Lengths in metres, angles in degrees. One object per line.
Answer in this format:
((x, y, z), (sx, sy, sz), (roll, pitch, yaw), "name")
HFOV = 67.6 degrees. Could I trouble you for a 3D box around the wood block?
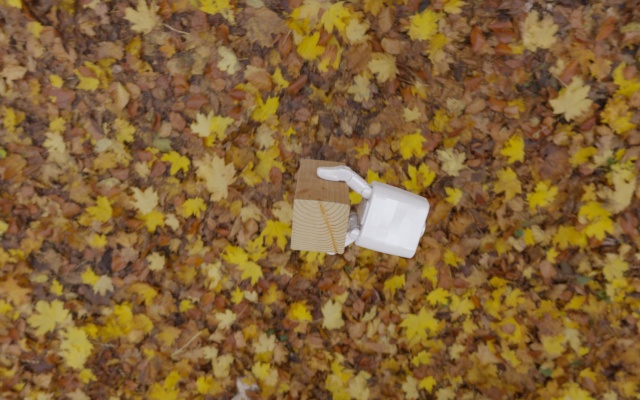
((0.001, 0.003, 0.851), (0.090, 0.091, 0.206), (6, 22, -2), "wood block")
